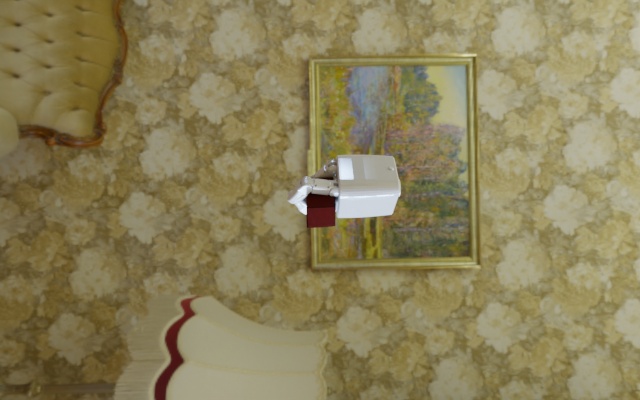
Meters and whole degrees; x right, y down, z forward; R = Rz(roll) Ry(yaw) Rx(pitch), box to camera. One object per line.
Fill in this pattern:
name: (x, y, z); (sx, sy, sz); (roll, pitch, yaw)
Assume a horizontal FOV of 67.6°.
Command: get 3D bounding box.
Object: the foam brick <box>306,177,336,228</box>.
foam brick: (0.000, 0.003, 0.851); (0.051, 0.078, 0.053); (-1, -43, -1)
